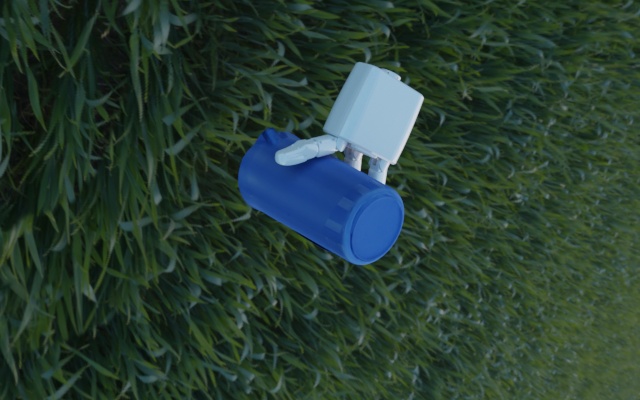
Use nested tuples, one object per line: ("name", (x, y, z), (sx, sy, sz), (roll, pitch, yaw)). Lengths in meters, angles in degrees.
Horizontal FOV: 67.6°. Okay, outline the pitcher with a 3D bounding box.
("pitcher", (0.000, 0.002, 0.687), (0.149, 0.145, 0.242), (20, 7, -45))
